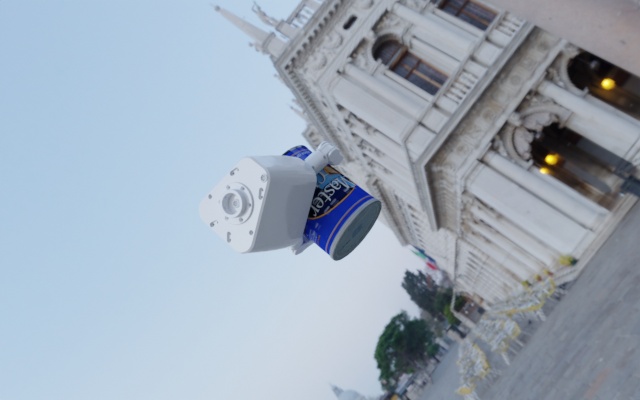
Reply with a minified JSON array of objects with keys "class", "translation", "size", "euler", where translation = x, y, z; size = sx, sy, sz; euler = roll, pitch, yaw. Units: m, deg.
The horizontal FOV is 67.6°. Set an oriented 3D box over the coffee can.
[{"class":"coffee can","translation":[0.000,0.002,0.674],"size":[0.140,0.103,0.103],"euler":[38,16,21]}]
